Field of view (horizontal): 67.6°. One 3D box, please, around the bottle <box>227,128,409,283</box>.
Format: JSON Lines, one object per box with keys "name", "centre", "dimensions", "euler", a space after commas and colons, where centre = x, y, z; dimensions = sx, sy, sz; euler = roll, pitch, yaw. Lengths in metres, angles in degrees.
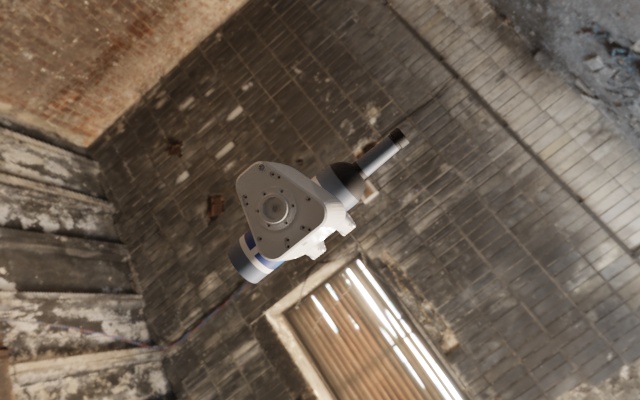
{"name": "bottle", "centre": [0.000, 0.002, 0.673], "dimensions": [0.296, 0.069, 0.069], "euler": [-39, -7, 9]}
